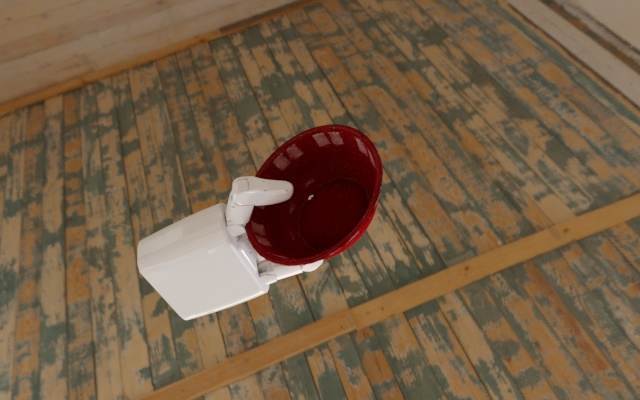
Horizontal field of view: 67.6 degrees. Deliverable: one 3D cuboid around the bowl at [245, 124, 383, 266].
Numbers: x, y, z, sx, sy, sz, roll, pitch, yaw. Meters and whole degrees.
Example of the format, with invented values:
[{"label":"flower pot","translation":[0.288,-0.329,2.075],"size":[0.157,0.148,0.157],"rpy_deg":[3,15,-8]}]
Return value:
[{"label":"bowl","translation":[0.001,0.001,0.500],"size":[0.162,0.162,0.055],"rpy_deg":[0,-27,34]}]
